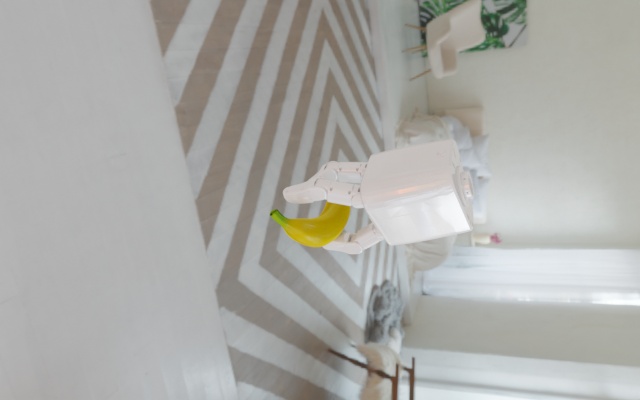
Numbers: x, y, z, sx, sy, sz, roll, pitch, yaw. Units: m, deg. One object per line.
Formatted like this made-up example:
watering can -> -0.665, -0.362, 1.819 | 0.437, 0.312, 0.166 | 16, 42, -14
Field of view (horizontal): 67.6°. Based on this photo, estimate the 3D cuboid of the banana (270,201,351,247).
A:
banana -> 0.006, 0.020, 0.637 | 0.037, 0.069, 0.197 | -21, 2, 27
